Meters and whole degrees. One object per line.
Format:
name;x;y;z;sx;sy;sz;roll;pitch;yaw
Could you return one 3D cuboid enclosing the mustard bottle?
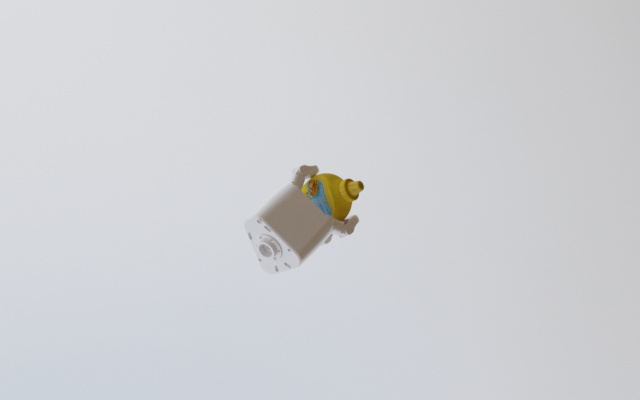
mustard bottle;0.000;0.003;0.869;0.192;0.096;0.058;-23;-8;39
